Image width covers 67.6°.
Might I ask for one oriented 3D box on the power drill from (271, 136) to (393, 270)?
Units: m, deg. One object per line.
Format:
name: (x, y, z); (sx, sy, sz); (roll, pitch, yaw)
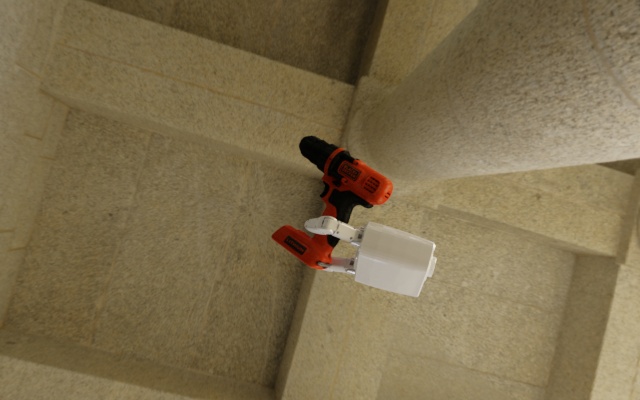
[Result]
power drill: (0.000, 0.003, 0.780); (0.184, 0.187, 0.057); (34, 6, 28)
